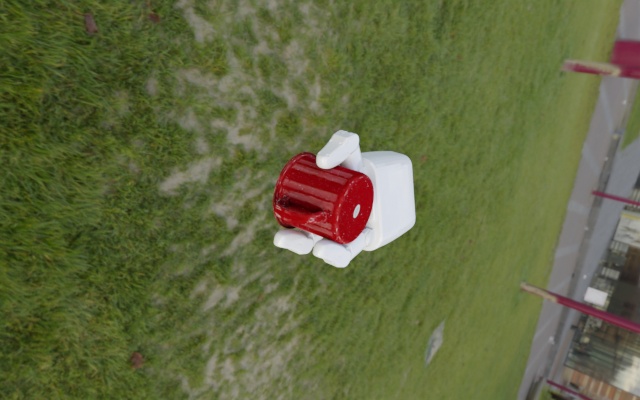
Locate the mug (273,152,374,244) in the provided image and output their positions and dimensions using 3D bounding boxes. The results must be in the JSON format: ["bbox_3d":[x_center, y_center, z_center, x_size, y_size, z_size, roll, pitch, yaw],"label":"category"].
[{"bbox_3d":[-0.001,0.002,0.526,0.081,0.093,0.117,19,22,31],"label":"mug"}]
